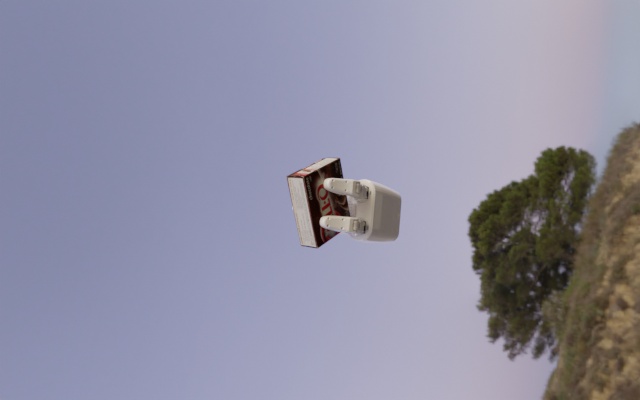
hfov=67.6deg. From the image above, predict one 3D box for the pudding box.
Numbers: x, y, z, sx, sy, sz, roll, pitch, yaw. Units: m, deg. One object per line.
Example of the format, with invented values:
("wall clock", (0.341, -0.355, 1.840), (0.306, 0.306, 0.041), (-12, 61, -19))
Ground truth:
("pudding box", (0.000, 0.002, 0.708), (0.039, 0.113, 0.090), (1, 22, 38))
